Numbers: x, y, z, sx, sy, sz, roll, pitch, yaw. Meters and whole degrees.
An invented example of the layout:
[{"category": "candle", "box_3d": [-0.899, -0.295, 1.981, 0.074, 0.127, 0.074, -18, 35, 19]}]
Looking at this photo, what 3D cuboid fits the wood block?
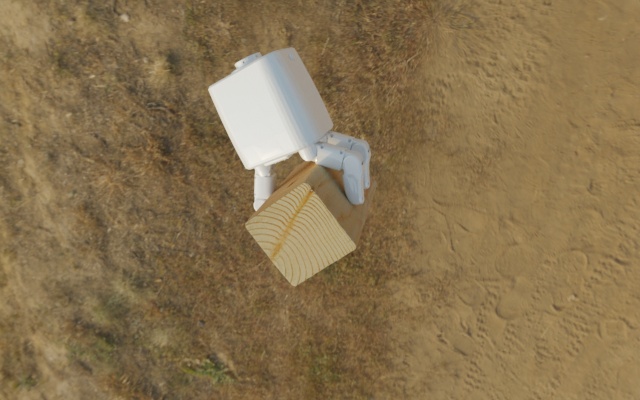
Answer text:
[{"category": "wood block", "box_3d": [0.000, 0.002, 0.589, 0.091, 0.090, 0.206, -34, 10, 22]}]
